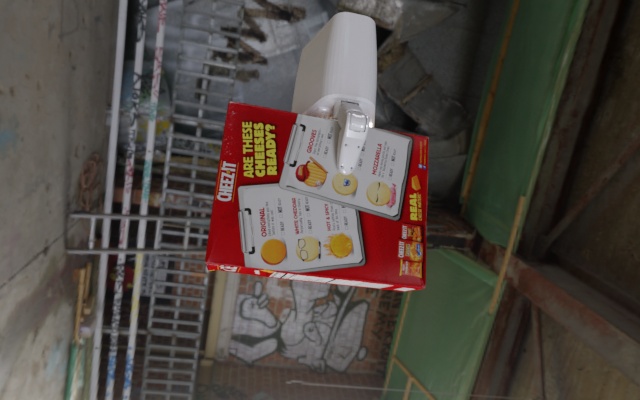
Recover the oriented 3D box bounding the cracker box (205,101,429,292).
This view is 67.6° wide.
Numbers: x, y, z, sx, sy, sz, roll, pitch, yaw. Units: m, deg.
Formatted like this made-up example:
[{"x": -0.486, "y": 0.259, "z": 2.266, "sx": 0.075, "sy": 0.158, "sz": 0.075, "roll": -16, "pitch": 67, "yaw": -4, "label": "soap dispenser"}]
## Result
[{"x": 0.000, "y": 0.002, "z": 0.495, "sx": 0.214, "sy": 0.164, "sz": 0.072, "roll": 8, "pitch": -17, "yaw": -10, "label": "cracker box"}]
